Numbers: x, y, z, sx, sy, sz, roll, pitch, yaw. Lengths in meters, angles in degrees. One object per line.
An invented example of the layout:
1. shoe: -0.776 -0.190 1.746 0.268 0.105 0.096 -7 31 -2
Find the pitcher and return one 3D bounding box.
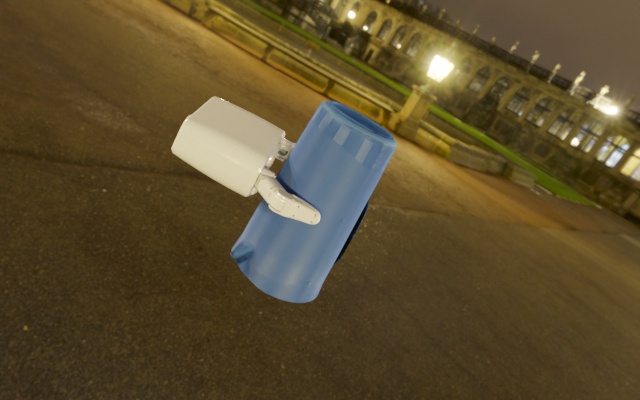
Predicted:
1. pitcher: 0.000 0.002 0.626 0.145 0.243 0.149 29 18 -3
